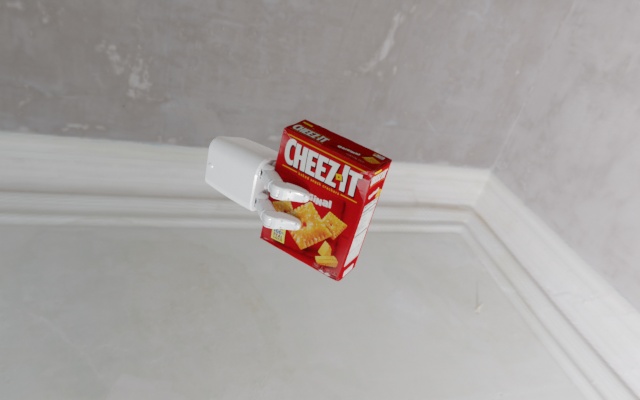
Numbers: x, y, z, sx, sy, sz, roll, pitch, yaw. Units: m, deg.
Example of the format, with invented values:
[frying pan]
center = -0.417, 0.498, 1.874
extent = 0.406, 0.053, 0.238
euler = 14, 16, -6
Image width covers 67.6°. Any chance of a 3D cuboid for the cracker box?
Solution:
[cracker box]
center = 0.000, 0.003, 0.771
extent = 0.164, 0.214, 0.072
euler = 28, 33, 20
